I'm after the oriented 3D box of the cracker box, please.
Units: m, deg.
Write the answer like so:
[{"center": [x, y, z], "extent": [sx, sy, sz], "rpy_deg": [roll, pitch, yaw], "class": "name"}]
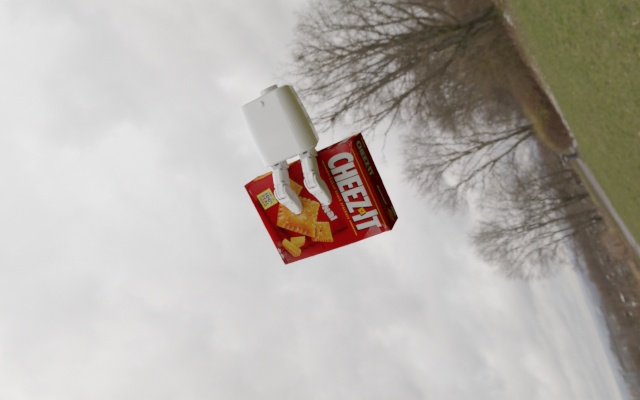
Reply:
[{"center": [0.000, 0.003, 0.817], "extent": [0.214, 0.164, 0.072], "rpy_deg": [-21, 12, 24], "class": "cracker box"}]
